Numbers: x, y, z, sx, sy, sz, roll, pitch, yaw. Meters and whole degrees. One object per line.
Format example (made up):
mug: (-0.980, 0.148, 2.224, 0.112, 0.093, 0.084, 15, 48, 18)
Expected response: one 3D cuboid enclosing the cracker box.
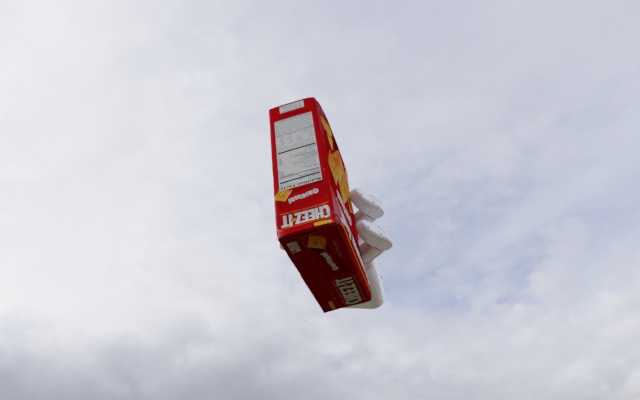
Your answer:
cracker box: (0.000, 0.002, 0.590, 0.072, 0.213, 0.164, -17, -42, 8)
